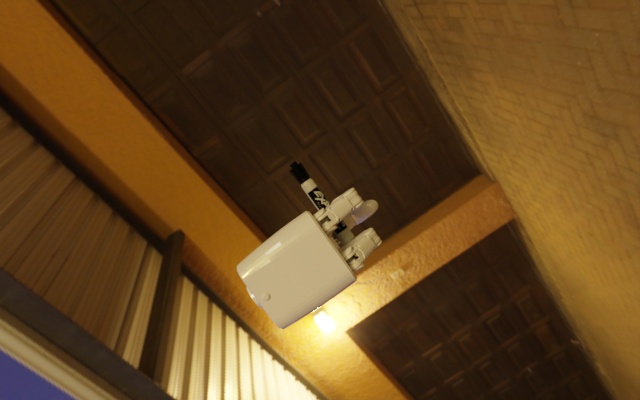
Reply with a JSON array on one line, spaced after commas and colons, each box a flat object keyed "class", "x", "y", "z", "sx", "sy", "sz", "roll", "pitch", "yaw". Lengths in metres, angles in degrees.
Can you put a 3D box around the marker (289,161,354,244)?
[{"class": "marker", "x": 0.000, "y": 0.002, "z": 0.602, "sx": 0.020, "sy": 0.121, "sz": 0.020, "roll": -36, "pitch": 3, "yaw": 2}]
